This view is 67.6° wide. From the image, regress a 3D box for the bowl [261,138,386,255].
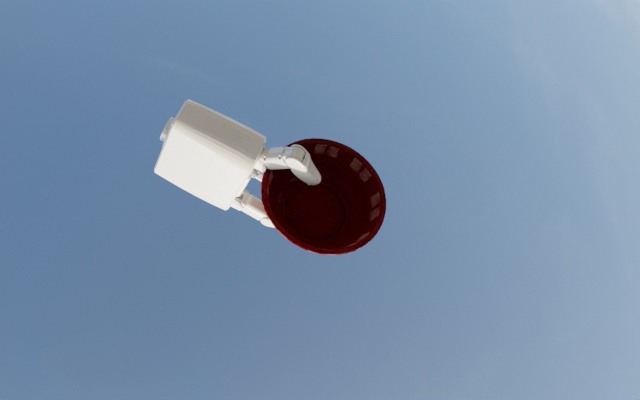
[{"bbox_3d":[0.001,0.003,0.615,0.162,0.162,0.055,0,-26,-16],"label":"bowl"}]
